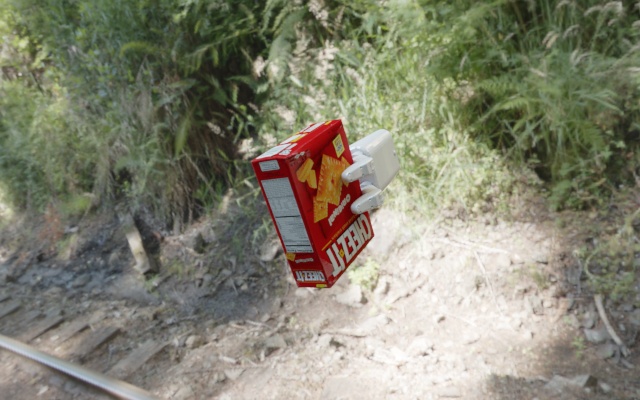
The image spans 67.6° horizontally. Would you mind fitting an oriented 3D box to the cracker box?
[{"bbox_3d":[0.000,0.002,0.739,0.072,0.214,0.164,-4,23,36],"label":"cracker box"}]
